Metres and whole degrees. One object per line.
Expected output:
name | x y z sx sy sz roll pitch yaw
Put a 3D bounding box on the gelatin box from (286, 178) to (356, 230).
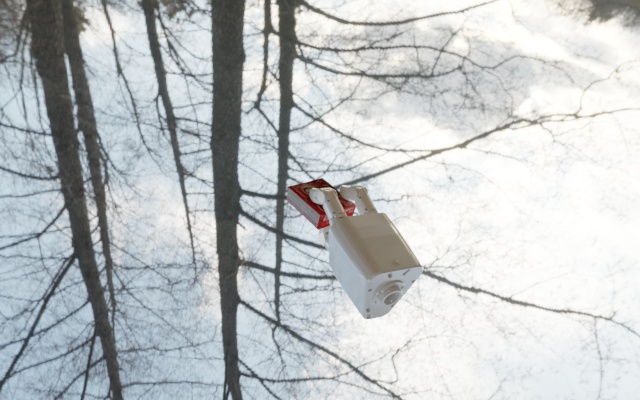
gelatin box | 0.000 0.003 0.762 0.073 0.030 0.089 -16 43 -37
